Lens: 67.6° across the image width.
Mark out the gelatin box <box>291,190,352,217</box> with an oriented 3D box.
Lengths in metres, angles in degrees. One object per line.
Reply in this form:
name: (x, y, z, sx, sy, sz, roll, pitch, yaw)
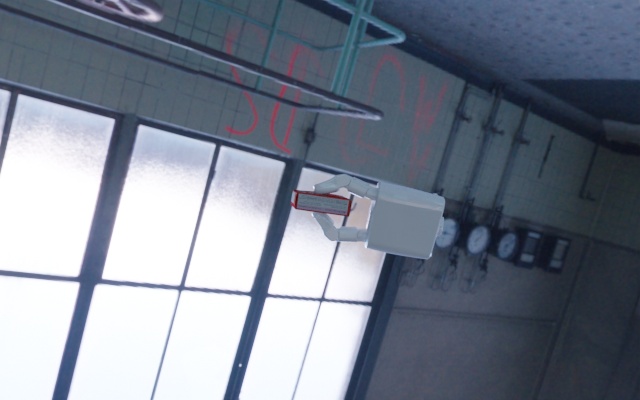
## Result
gelatin box: (0.000, 0.003, 0.773, 0.089, 0.030, 0.073, 7, 4, -8)
